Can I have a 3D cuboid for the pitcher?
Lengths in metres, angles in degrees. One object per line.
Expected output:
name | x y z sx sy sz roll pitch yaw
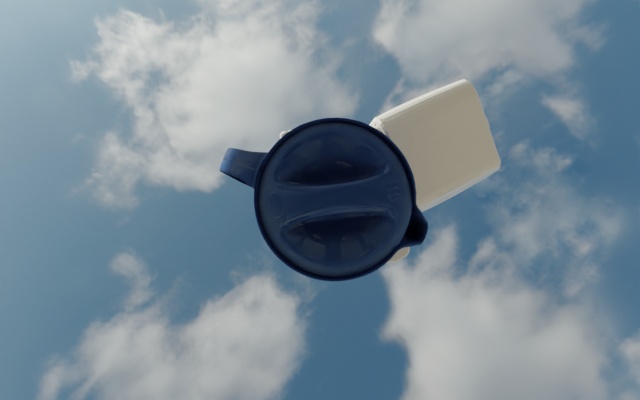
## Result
pitcher | 0.000 0.002 0.499 0.145 0.149 0.243 -26 -3 -3
